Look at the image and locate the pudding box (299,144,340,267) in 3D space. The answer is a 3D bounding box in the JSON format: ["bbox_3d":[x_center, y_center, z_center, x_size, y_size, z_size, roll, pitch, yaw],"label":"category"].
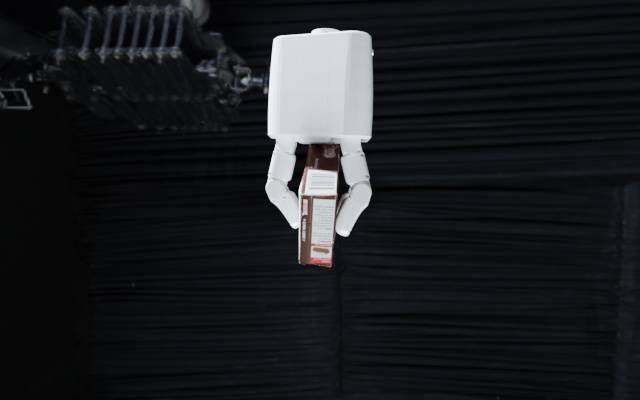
[{"bbox_3d":[0.000,0.002,0.517,0.039,0.090,0.113,4,33,3],"label":"pudding box"}]
